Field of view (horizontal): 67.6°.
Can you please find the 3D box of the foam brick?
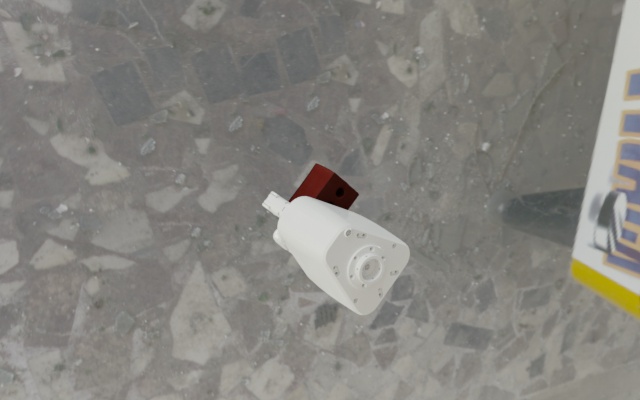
[{"bbox_3d":[0.000,0.002,0.611,0.053,0.078,0.051,39,-6,-33],"label":"foam brick"}]
